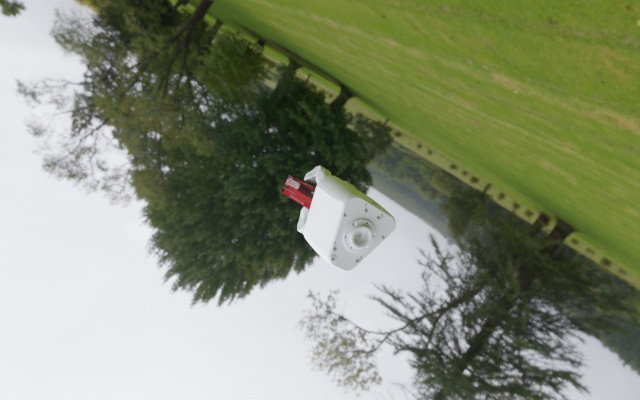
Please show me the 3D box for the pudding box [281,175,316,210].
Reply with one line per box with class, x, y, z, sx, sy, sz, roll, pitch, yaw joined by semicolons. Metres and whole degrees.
pudding box;0.000;0.003;0.813;0.090;0.039;0.113;33;3;37
